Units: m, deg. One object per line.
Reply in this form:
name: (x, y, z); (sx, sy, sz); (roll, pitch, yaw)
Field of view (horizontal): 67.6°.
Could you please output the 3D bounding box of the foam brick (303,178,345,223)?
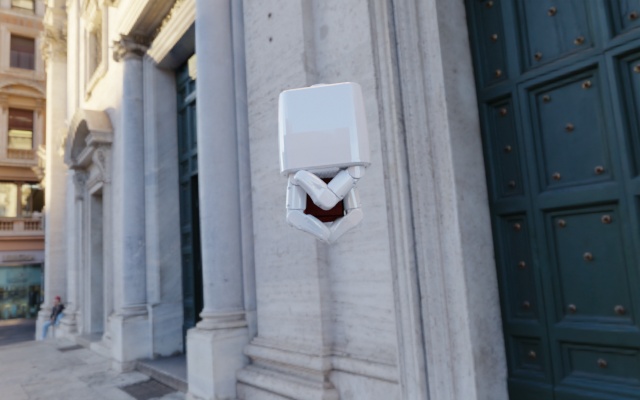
foam brick: (0.000, 0.002, 0.651); (0.053, 0.051, 0.078); (-4, -8, -8)
